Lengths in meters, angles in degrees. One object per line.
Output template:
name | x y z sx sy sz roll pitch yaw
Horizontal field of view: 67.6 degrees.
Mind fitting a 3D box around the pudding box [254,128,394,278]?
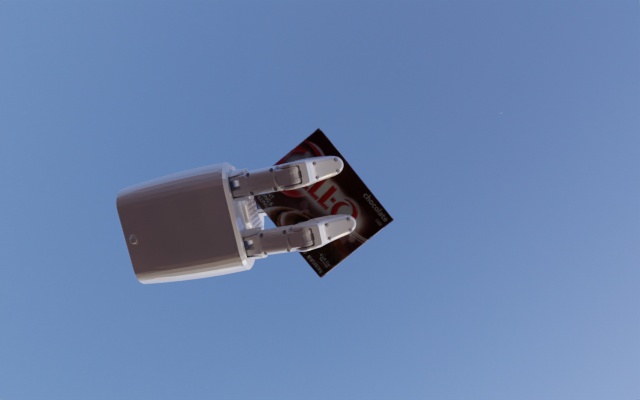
pudding box | 0.000 0.002 0.458 0.090 0.113 0.039 -39 5 7
